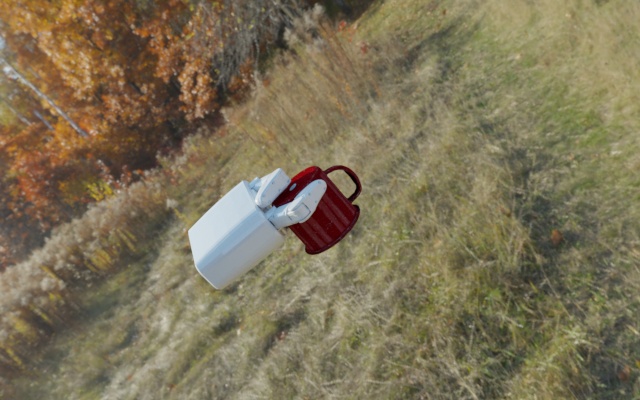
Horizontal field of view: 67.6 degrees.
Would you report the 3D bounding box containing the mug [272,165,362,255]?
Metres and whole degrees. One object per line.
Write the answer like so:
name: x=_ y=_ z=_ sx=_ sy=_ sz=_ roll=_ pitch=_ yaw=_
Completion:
mug: x=0.001 y=0.001 z=0.620 sx=0.117 sy=0.081 sz=0.093 roll=-40 pitch=18 yaw=3
